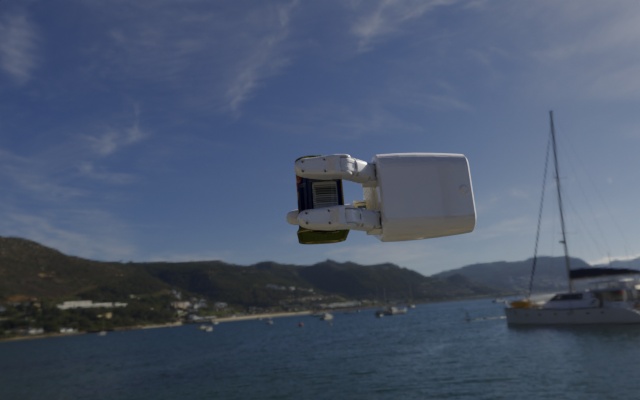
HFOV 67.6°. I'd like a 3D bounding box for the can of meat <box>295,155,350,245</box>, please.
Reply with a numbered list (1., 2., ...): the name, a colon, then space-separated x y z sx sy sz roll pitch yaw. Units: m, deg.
1. can of meat: 0.000 0.002 0.552 0.057 0.084 0.102 -4 -13 -1
